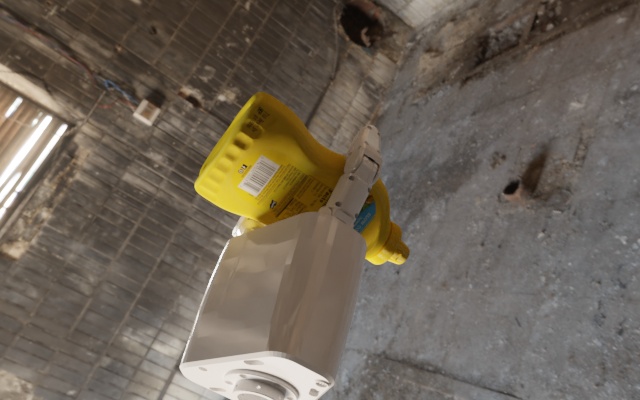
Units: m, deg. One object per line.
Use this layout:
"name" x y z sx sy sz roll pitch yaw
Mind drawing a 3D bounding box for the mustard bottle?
"mustard bottle" 0.000 0.001 0.403 0.192 0.096 0.058 33 21 -19
